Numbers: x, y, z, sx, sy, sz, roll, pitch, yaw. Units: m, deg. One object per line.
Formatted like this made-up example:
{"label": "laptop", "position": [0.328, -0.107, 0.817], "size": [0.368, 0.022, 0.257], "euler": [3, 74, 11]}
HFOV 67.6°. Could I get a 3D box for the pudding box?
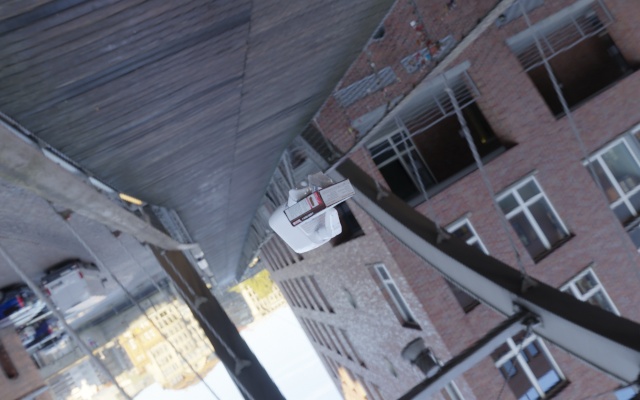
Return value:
{"label": "pudding box", "position": [0.000, 0.003, 0.872], "size": [0.090, 0.039, 0.113], "euler": [-31, -2, 34]}
